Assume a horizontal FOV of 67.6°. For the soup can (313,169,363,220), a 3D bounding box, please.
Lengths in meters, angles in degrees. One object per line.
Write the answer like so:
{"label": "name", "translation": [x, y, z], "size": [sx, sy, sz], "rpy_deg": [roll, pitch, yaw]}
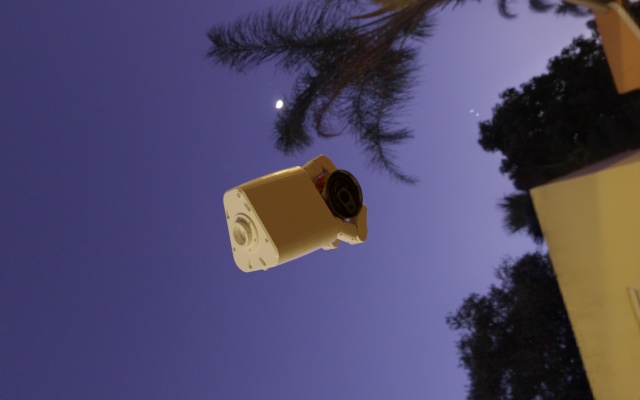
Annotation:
{"label": "soup can", "translation": [0.000, 0.002, 0.674], "size": [0.068, 0.068, 0.102], "rpy_deg": [0, -13, -42]}
